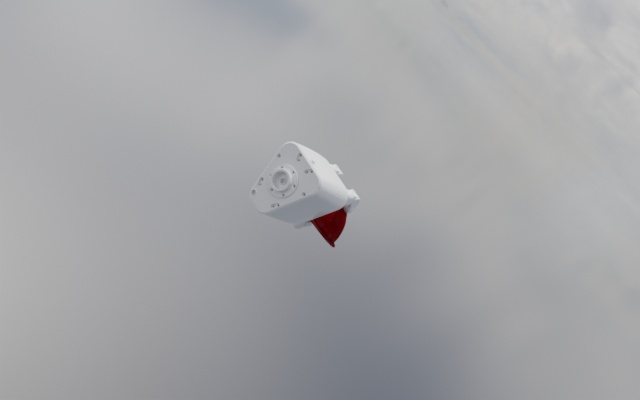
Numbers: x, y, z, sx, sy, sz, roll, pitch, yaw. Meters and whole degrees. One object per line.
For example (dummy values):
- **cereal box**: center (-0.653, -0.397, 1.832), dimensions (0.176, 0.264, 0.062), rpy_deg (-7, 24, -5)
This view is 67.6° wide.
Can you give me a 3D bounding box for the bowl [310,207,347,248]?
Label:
- **bowl**: center (0.001, 0.003, 0.853), dimensions (0.055, 0.162, 0.162), rpy_deg (-34, -2, 3)
